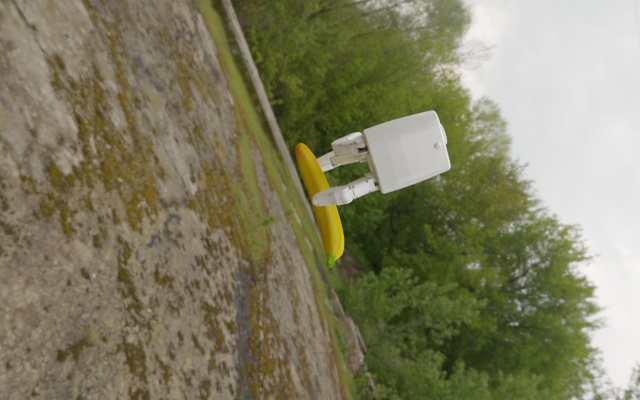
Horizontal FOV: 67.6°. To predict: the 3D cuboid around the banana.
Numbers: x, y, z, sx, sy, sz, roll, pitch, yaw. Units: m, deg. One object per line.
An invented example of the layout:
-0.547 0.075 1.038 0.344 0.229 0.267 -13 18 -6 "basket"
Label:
0.003 0.007 0.748 0.037 0.198 0.069 -17 -5 6 "banana"
